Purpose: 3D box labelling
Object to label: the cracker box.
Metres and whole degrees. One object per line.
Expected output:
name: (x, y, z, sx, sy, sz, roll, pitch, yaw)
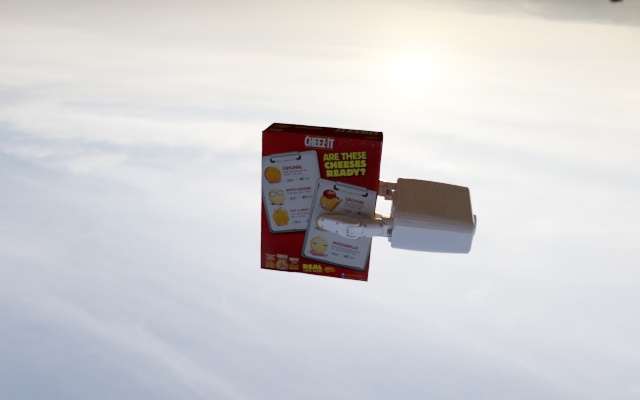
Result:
cracker box: (0.000, 0.002, 0.692, 0.164, 0.214, 0.072, 6, 22, 6)
